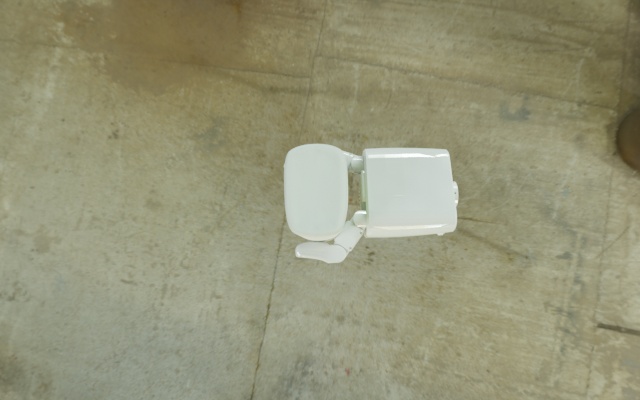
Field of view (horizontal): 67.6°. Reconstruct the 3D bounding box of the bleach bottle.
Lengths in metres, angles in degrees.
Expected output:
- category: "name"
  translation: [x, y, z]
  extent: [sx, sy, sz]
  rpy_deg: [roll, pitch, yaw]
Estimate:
- category: "bleach bottle"
  translation: [0.000, 0.002, 0.621]
  extent: [0.068, 0.102, 0.251]
  rpy_deg: [-1, -5, 2]
